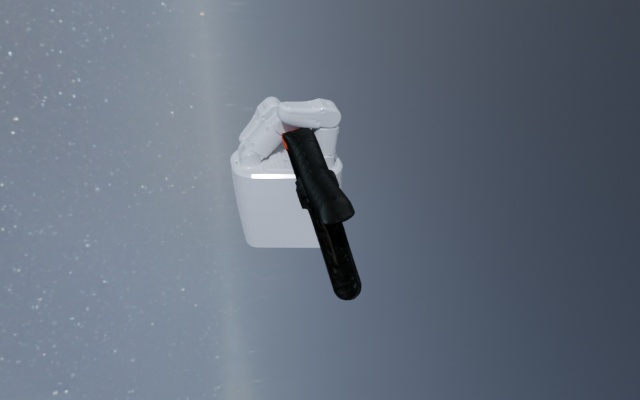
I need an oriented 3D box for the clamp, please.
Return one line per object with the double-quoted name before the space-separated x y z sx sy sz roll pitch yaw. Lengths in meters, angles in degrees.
"clamp" -0.001 0.001 0.422 0.039 0.120 0.171 -10 40 -8
